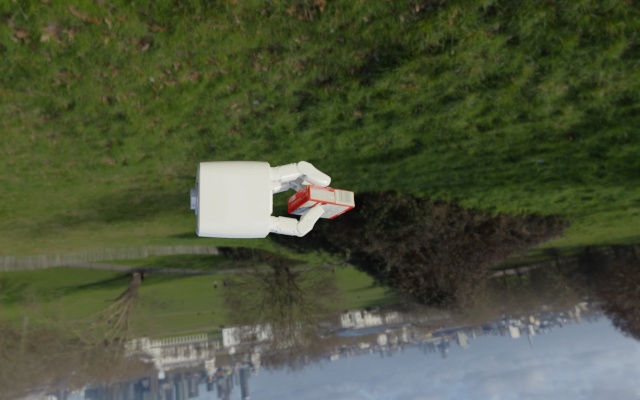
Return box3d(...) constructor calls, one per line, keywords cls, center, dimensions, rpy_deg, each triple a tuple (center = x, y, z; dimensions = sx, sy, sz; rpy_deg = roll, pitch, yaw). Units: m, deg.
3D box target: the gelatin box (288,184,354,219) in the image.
box3d(cls="gelatin box", center=(0.000, 0.003, 0.796), dimensions=(0.089, 0.030, 0.073), rpy_deg=(9, -22, -29))
